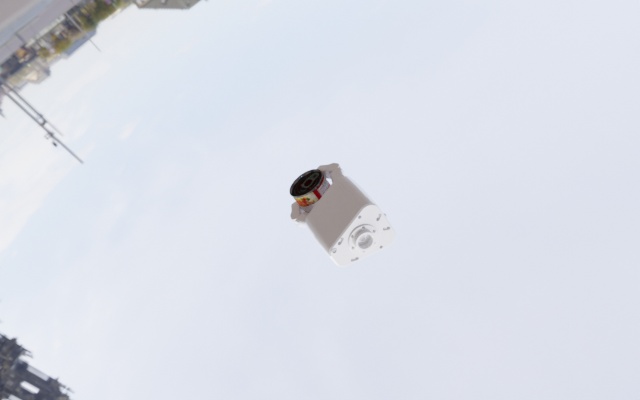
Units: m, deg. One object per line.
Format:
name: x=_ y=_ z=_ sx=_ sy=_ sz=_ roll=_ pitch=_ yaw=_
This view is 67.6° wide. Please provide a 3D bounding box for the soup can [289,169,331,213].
soup can: x=0.000 y=0.003 z=0.856 sx=0.068 sy=0.068 sz=0.102 roll=0 pitch=-42 yaw=44
